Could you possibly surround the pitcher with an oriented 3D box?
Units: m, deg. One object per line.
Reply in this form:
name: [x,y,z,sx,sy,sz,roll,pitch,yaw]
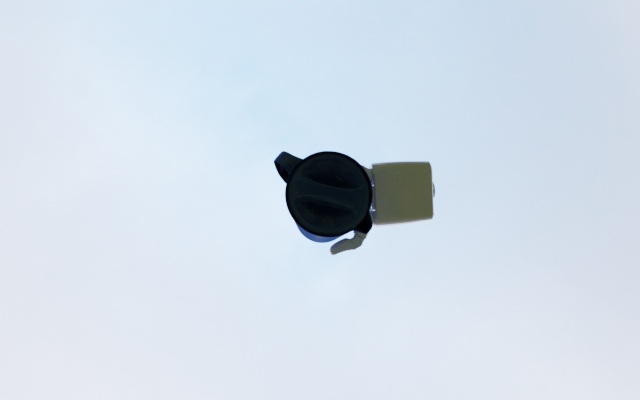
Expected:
pitcher: [0.000,0.003,0.830,0.145,0.149,0.243,-6,-10,-4]
